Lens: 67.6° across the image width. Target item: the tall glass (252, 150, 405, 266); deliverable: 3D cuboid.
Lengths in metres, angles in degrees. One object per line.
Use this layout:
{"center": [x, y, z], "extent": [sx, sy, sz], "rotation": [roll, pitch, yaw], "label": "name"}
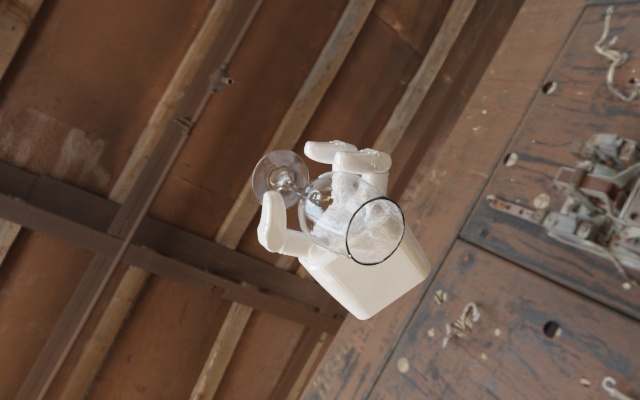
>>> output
{"center": [0.000, 0.001, 0.489], "extent": [0.079, 0.079, 0.201], "rotation": [0, 15, -29], "label": "tall glass"}
